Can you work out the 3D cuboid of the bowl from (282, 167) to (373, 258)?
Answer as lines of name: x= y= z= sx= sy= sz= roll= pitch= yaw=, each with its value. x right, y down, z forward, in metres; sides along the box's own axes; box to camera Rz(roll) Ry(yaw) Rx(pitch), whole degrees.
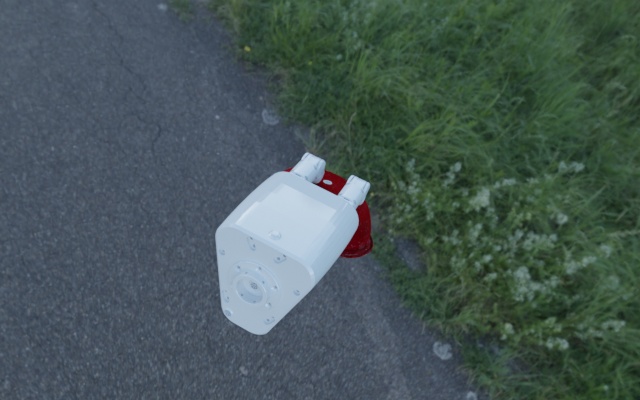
bowl: x=0.000 y=0.001 z=0.580 sx=0.162 sy=0.055 sz=0.162 roll=21 pitch=20 yaw=-8
